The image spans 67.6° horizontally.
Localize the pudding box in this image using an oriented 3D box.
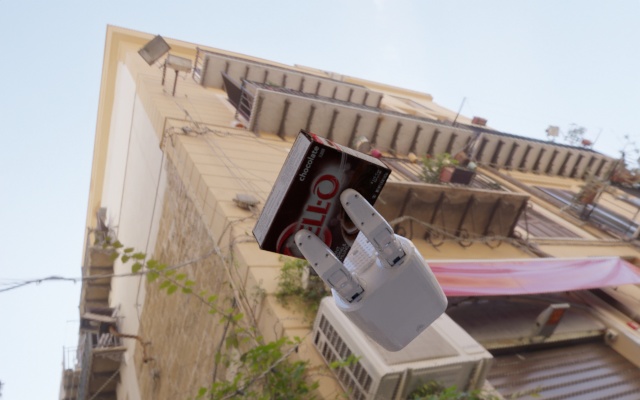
[{"bbox_3d":[0.000,0.001,0.444,0.090,0.113,0.039,17,16,-32],"label":"pudding box"}]
